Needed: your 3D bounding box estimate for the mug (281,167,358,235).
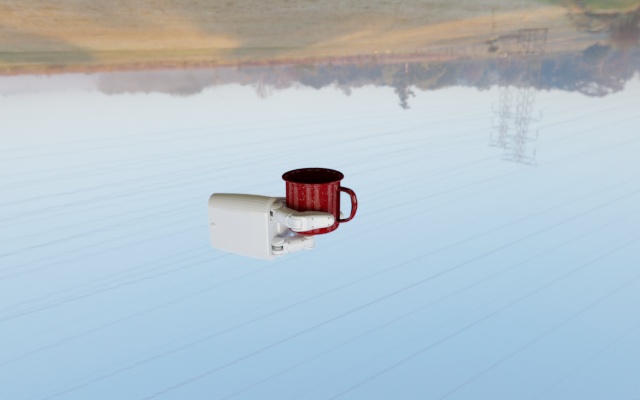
[{"bbox_3d":[0.001,0.003,0.710,0.117,0.081,0.093,7,20,22],"label":"mug"}]
